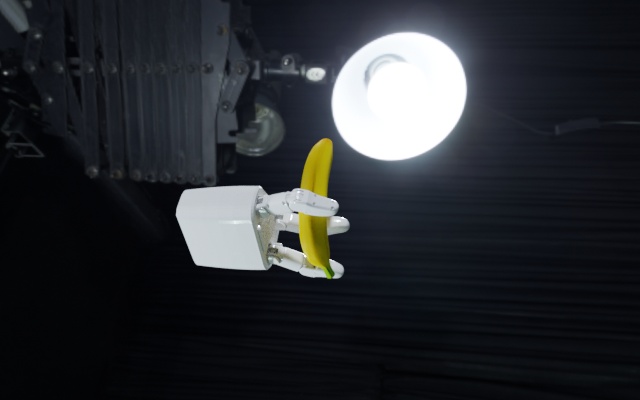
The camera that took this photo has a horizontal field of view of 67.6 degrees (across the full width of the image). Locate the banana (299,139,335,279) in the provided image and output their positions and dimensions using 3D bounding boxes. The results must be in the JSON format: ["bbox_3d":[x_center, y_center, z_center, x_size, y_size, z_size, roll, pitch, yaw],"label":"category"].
[{"bbox_3d":[-0.005,0.000,0.632,0.037,0.197,0.070,-3,-16,15],"label":"banana"}]
